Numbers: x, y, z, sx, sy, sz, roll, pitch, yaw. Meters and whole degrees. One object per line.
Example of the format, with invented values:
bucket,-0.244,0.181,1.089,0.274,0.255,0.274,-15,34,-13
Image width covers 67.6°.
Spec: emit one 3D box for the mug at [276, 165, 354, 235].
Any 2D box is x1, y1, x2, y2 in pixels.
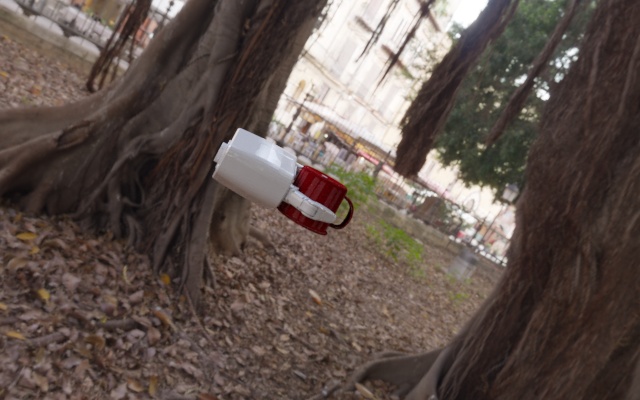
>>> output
mug,0.001,0.003,0.758,0.117,0.081,0.093,28,7,-13
